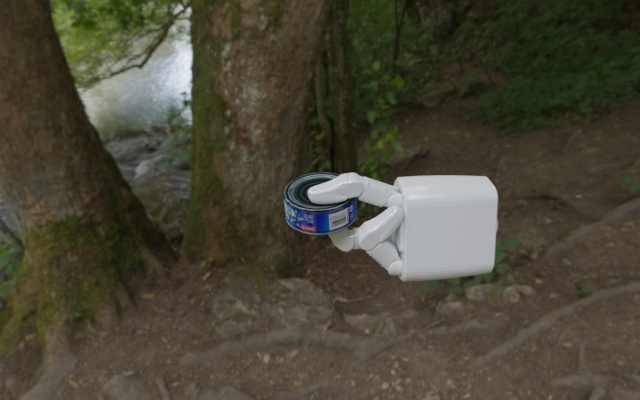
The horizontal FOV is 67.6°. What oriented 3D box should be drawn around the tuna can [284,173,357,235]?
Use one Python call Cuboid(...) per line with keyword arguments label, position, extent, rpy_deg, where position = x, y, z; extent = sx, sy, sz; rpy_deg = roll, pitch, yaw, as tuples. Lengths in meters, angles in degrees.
Cuboid(label="tuna can", position=(0.000, 0.001, 0.557), extent=(0.086, 0.034, 0.086), rpy_deg=(-3, 33, 2))
